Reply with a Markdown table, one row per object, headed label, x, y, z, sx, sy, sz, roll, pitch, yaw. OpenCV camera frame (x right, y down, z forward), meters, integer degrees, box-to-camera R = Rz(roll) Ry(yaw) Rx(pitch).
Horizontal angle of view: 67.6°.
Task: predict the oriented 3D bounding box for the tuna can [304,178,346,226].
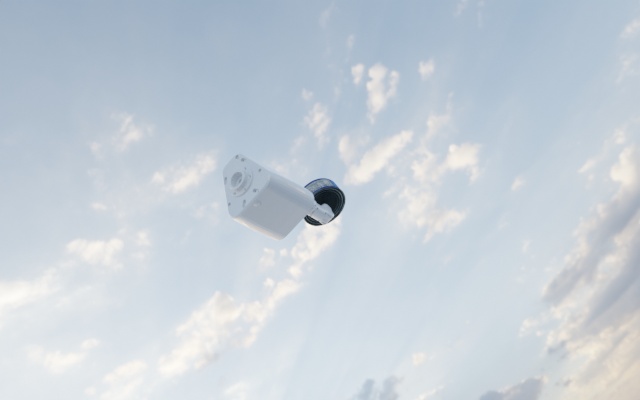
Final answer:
| label | x | y | z | sx | sy | sz | roll | pitch | yaw |
| --- | --- | --- | --- | --- | --- | --- | --- | --- | --- |
| tuna can | 0.000 | 0.003 | 0.861 | 0.086 | 0.086 | 0.033 | 0 | 34 | -33 |
